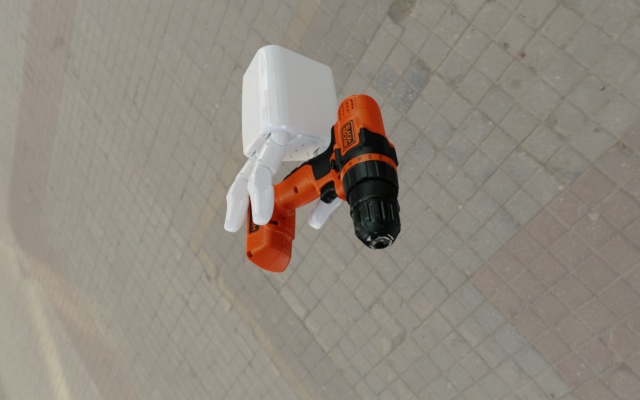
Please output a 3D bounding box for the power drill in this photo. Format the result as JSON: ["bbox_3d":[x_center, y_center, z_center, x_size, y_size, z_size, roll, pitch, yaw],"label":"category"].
[{"bbox_3d":[0.000,0.002,0.491,0.057,0.184,0.188,32,-52,-32],"label":"power drill"}]
